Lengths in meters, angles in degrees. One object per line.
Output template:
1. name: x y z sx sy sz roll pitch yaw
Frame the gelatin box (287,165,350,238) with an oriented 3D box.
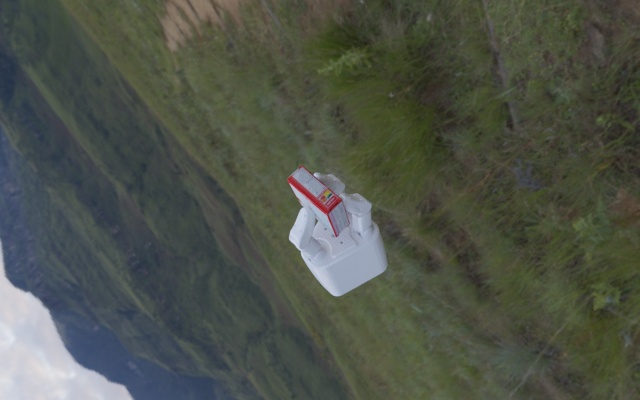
1. gelatin box: 0.000 0.002 0.621 0.073 0.030 0.089 42 -10 23
